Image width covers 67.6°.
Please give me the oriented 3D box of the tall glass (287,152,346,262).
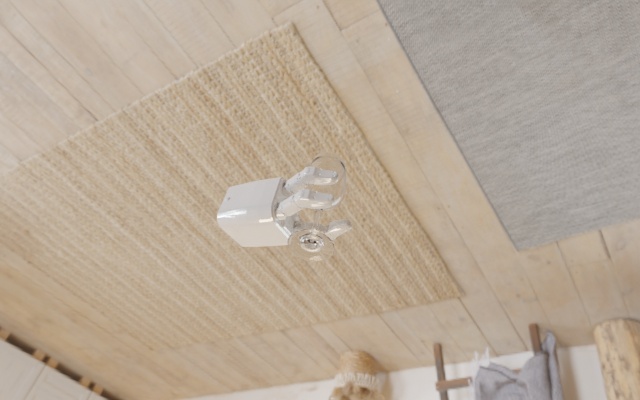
[{"bbox_3d":[0.000,0.003,0.808,0.079,0.079,0.200,0,43,13],"label":"tall glass"}]
